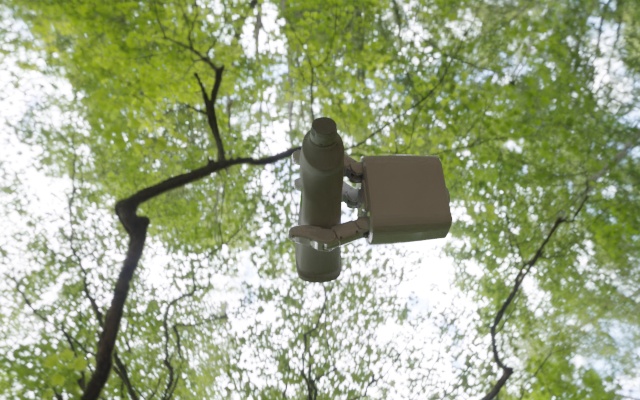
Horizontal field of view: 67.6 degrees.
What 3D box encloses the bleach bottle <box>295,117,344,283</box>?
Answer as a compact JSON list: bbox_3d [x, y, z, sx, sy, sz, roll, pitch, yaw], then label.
[{"bbox_3d":[0.000,0.002,0.623,0.068,0.102,0.251,-2,-39,-4],"label":"bleach bottle"}]
